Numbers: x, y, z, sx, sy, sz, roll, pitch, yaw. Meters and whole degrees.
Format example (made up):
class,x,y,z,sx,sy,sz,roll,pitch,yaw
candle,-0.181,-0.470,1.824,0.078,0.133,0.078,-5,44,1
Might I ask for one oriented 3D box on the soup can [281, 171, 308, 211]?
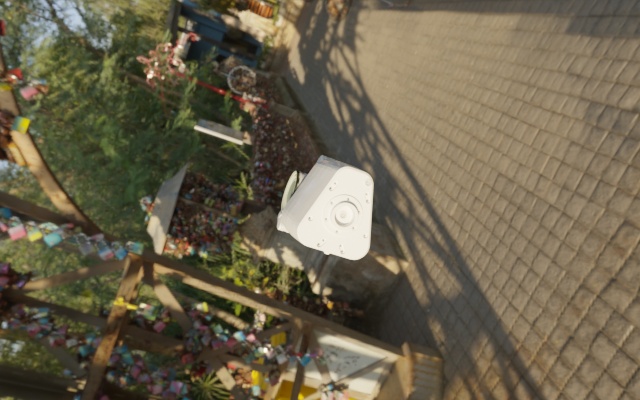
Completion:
class,x,y,z,sx,sy,sz,roll,pitch,yaw
soup can,0.000,0.002,0.712,0.102,0.068,0.068,18,-5,-15
